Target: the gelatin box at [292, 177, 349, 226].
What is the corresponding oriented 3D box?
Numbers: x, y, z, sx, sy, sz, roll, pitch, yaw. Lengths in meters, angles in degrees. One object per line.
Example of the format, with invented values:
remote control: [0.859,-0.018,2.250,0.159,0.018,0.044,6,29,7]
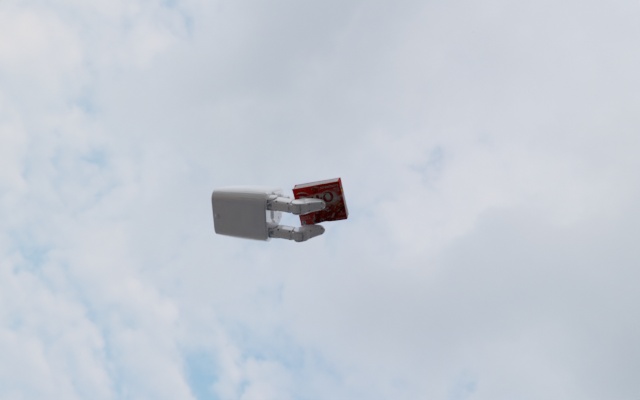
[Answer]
gelatin box: [0.001,0.003,0.857,0.089,0.073,0.030,-9,17,13]
